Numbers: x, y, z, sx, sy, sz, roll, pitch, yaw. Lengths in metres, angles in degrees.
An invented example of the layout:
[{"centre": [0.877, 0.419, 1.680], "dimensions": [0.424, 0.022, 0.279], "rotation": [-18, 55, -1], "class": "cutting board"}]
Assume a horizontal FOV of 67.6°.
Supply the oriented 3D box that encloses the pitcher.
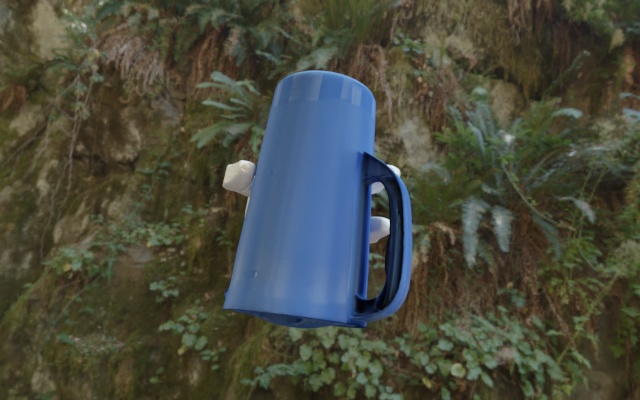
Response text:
[{"centre": [0.000, 0.002, 0.469], "dimensions": [0.149, 0.242, 0.145], "rotation": [11, -16, -12], "class": "pitcher"}]
